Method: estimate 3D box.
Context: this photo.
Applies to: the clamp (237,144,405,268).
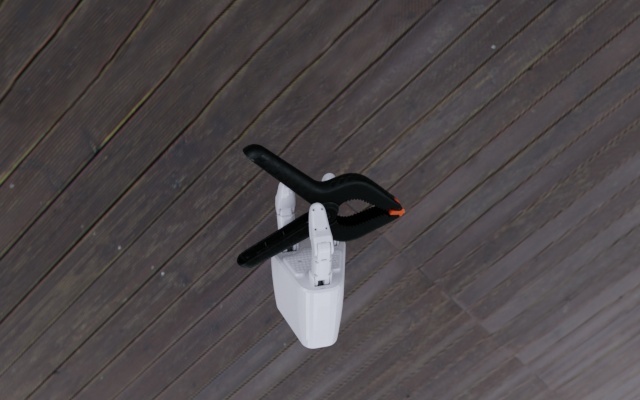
[{"bbox_3d":[0.001,0.002,0.570,0.210,0.165,0.036,-7,35,-12],"label":"clamp"}]
